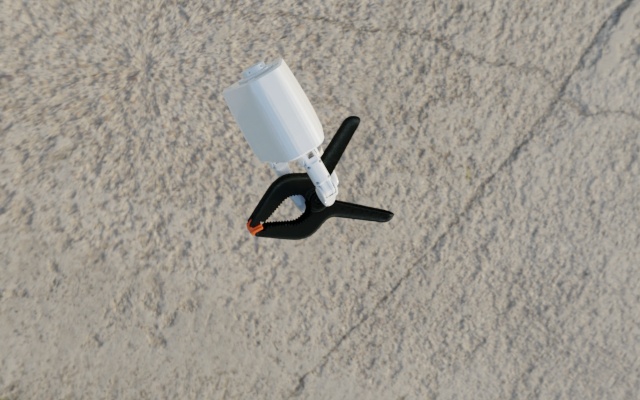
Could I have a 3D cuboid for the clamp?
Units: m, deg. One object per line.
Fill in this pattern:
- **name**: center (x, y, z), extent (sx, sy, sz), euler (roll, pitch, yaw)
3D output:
- **clamp**: center (0.000, 0.002, 0.666), extent (0.210, 0.165, 0.036), euler (-33, 19, -9)
